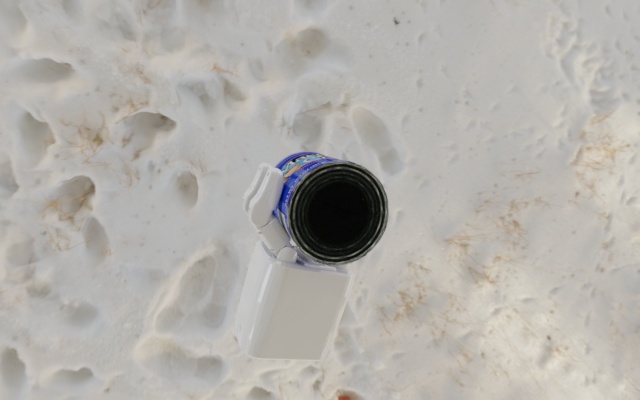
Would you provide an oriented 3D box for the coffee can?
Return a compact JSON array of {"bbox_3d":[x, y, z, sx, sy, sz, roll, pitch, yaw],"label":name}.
[{"bbox_3d":[0.000,0.002,0.523,0.103,0.103,0.140,0,9,-15],"label":"coffee can"}]
